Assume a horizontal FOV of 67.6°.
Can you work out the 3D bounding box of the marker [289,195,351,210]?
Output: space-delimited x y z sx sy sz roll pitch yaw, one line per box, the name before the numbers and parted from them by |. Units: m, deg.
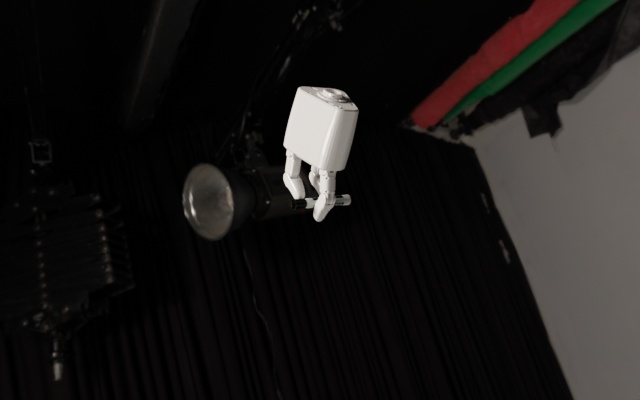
marker | 0.000 0.003 0.835 0.121 0.020 0.020 -5 2 -33
